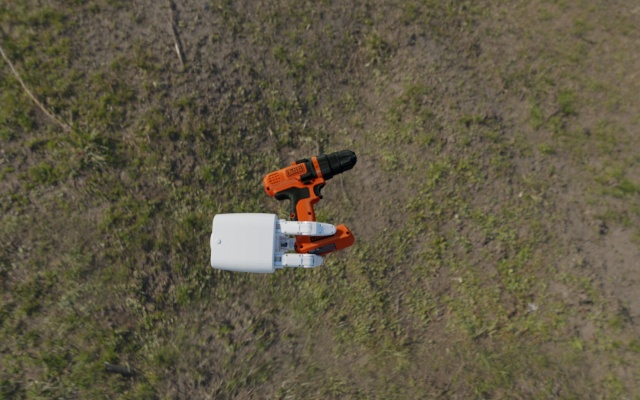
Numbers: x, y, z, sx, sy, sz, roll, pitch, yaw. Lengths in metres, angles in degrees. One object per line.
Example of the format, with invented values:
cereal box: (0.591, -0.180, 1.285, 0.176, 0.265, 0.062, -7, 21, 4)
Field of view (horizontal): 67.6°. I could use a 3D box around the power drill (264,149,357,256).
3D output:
power drill: (0.000, 0.003, 0.880, 0.184, 0.187, 0.057, -19, -29, 3)
